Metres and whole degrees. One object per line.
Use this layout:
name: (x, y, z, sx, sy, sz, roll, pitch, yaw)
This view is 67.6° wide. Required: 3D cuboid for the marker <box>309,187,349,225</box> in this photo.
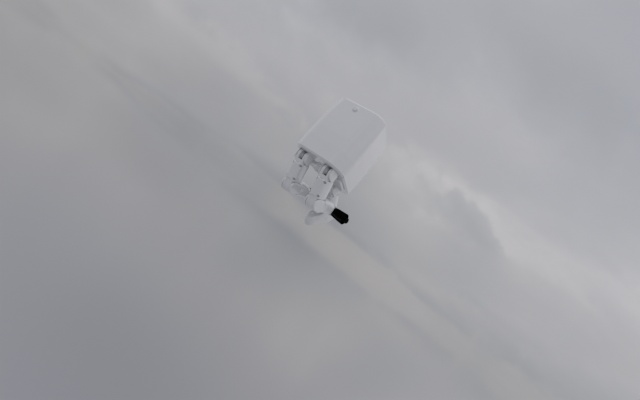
marker: (0.000, 0.003, 0.769, 0.121, 0.020, 0.020, 36, 21, 33)
